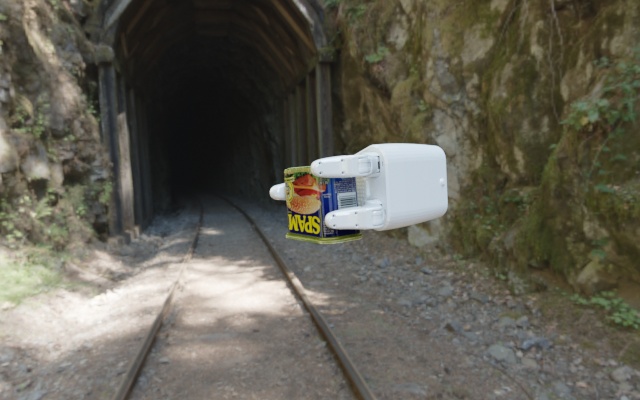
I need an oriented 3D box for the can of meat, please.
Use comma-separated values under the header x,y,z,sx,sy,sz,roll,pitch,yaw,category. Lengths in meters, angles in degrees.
x,y,z,sx,sy,sz,roll,pitch,yaw,category
0.000,0.001,0.549,0.057,0.084,0.102,-6,5,-32,can of meat
